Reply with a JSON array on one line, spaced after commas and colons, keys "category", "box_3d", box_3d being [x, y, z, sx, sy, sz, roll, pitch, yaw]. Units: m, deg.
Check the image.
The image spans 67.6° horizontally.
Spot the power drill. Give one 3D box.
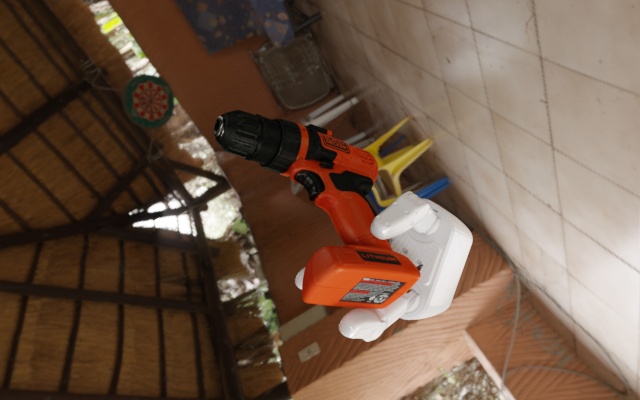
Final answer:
[{"category": "power drill", "box_3d": [0.000, 0.002, 0.431, 0.184, 0.187, 0.057, 12, -47, -34]}]
